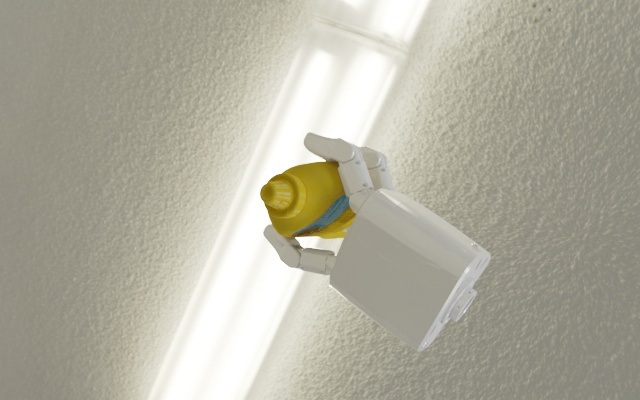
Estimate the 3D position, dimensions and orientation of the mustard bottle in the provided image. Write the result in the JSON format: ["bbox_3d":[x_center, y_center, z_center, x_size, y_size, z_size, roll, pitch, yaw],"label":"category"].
[{"bbox_3d":[0.000,0.001,0.493,0.096,0.058,0.191,-37,-20,21],"label":"mustard bottle"}]
